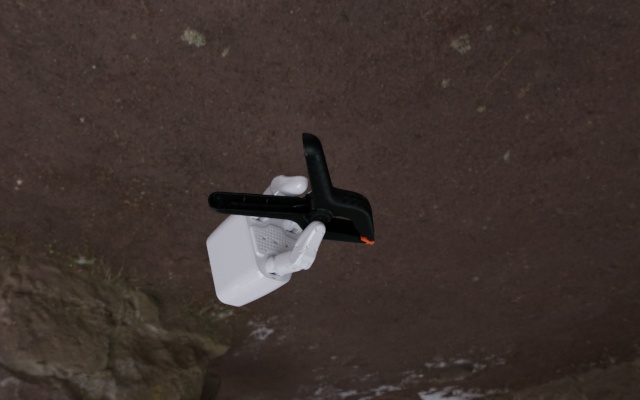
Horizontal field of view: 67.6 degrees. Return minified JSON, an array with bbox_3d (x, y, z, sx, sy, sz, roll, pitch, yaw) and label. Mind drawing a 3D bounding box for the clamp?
[{"bbox_3d":[0.000,0.003,0.554,0.210,0.036,0.164,23,-39,-34],"label":"clamp"}]
